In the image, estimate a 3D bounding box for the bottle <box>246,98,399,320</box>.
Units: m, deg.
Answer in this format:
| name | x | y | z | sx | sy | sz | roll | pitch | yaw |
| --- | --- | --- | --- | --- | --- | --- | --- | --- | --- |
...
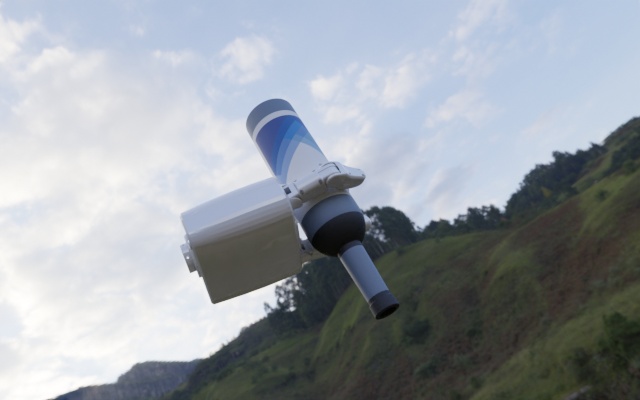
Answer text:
| name | x | y | z | sx | sy | sz | roll | pitch | yaw |
| --- | --- | --- | --- | --- | --- | --- | --- | --- | --- |
| bottle | 0.000 | 0.002 | 0.542 | 0.069 | 0.295 | 0.069 | -22 | -32 | -15 |
